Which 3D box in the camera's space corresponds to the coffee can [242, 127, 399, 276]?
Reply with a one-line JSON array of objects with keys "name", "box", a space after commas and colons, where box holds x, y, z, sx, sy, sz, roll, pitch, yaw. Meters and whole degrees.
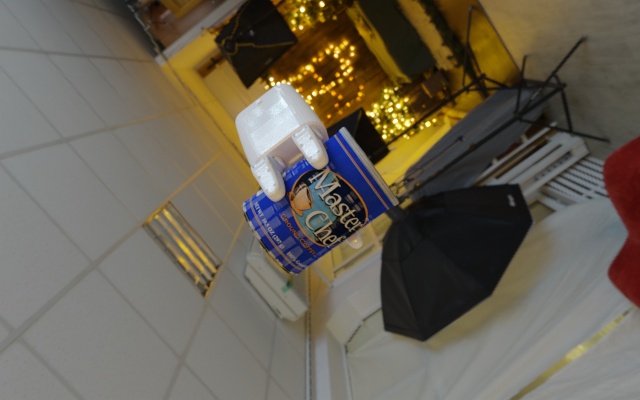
[{"name": "coffee can", "box": [0.000, 0.002, 0.529, 0.140, 0.103, 0.103, -36, -5, 7]}]
